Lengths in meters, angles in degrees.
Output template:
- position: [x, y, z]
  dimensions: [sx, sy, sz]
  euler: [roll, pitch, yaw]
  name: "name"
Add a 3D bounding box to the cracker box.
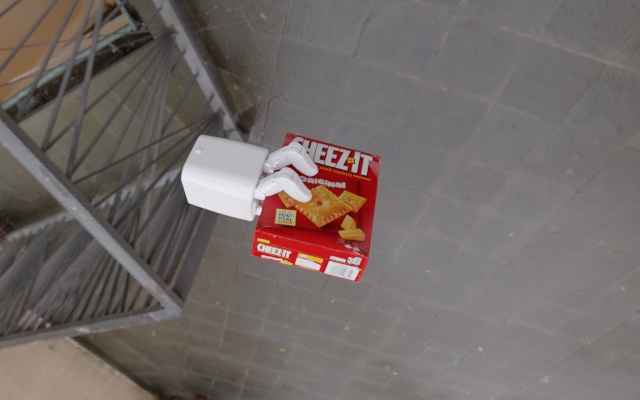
- position: [0.000, 0.003, 0.733]
  dimensions: [0.164, 0.213, 0.072]
  euler: [15, -41, -2]
  name: "cracker box"
